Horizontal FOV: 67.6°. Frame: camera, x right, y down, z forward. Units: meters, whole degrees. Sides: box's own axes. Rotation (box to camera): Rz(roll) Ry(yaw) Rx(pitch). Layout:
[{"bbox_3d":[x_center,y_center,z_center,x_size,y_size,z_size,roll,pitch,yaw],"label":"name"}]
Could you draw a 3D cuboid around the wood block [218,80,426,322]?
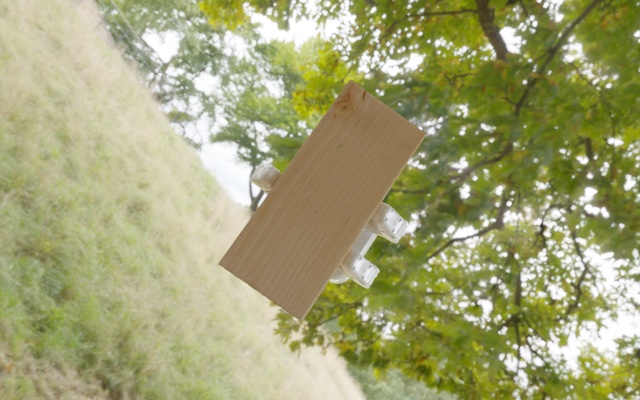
[{"bbox_3d":[0.000,0.001,0.467,0.091,0.206,0.090,35,-10,-2],"label":"wood block"}]
